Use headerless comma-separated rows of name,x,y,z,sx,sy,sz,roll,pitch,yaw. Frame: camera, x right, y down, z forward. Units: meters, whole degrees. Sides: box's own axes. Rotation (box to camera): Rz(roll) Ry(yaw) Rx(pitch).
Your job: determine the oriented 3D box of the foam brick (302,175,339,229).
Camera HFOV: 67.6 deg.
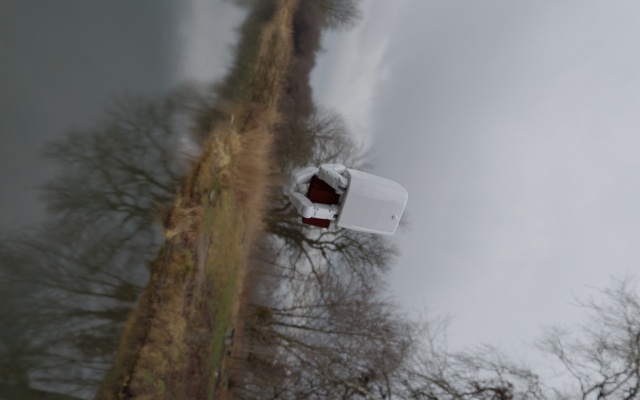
foam brick,0.000,0.003,0.868,0.051,0.078,0.053,13,29,-7
